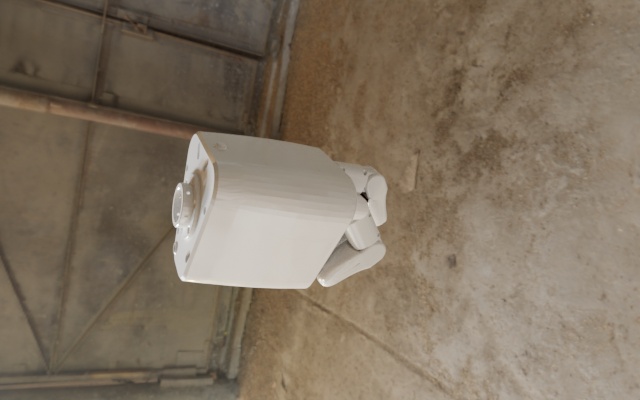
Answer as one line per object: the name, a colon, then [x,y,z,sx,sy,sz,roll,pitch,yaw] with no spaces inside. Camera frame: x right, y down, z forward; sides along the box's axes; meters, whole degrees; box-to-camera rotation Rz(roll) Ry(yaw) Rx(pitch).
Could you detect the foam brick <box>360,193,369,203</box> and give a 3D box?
foam brick: [0.000,0.001,0.453,0.051,0.053,0.078,6,24,-28]
